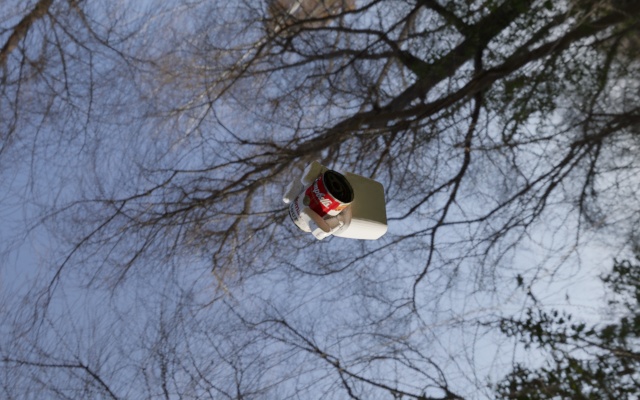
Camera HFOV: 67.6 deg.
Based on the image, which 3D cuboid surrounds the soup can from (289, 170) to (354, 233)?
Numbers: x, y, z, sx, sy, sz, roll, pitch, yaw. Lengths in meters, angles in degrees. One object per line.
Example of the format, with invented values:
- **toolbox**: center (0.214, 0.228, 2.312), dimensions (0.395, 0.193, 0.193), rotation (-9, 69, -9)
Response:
- **soup can**: center (0.000, 0.003, 0.829), dimensions (0.068, 0.068, 0.102), rotation (0, -32, -46)
